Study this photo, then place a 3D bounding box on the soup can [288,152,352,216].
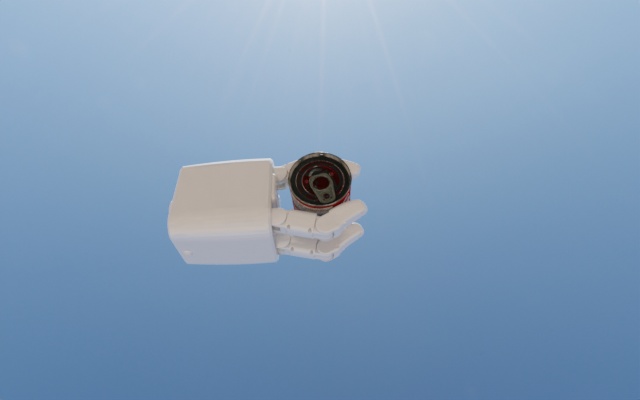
[{"bbox_3d":[0.001,0.002,0.548,0.068,0.068,0.102,0,-30,1],"label":"soup can"}]
